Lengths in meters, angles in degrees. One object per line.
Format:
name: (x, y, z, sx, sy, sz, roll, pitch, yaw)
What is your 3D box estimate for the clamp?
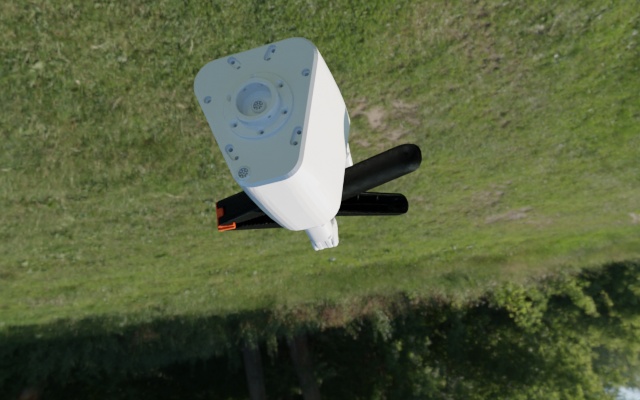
clamp: (0.000, 0.002, 0.488, 0.210, 0.036, 0.165, -12, -19, 10)
